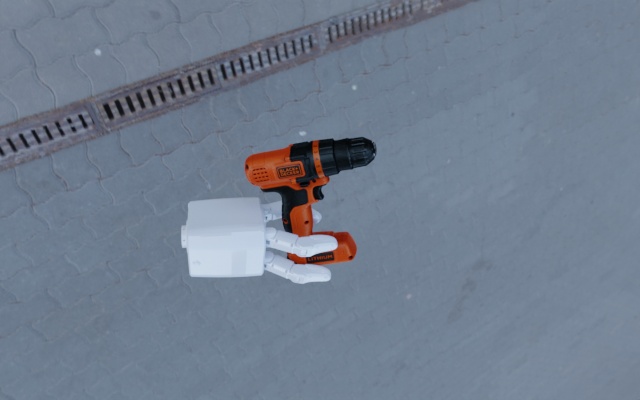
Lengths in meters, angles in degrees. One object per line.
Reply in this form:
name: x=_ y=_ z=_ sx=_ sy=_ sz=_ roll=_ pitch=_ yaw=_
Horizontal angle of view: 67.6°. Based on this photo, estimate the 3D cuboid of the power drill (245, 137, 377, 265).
power drill: x=0.000 y=0.003 z=0.690 sx=0.184 sy=0.188 sz=0.057 roll=-8 pitch=27 yaw=12
